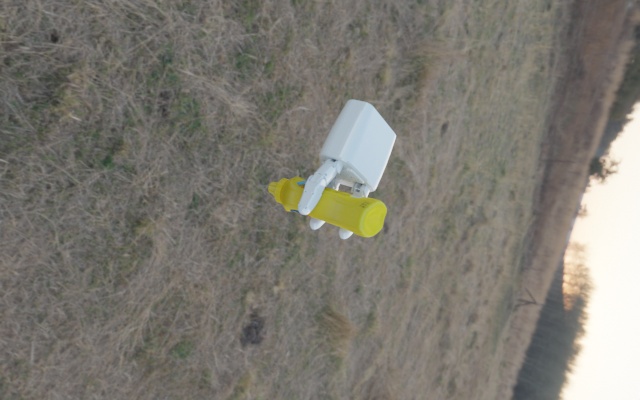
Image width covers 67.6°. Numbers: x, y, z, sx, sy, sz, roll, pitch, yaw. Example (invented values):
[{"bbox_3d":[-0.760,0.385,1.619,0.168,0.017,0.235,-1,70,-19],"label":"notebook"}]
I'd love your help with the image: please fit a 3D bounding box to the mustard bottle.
[{"bbox_3d":[0.000,0.003,0.745,0.191,0.058,0.096,18,9,26],"label":"mustard bottle"}]
